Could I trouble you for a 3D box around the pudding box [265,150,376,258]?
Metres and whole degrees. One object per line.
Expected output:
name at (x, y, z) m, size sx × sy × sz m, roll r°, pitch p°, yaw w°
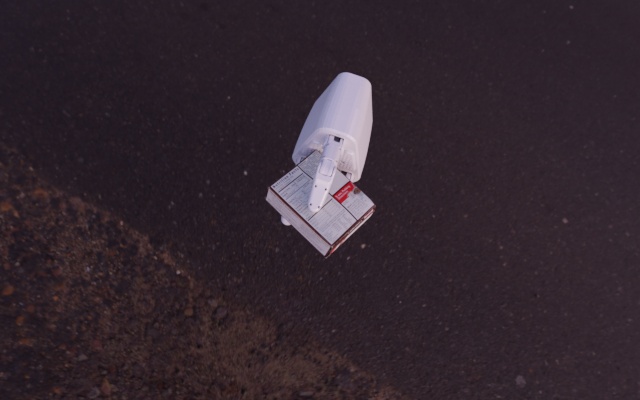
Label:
pudding box at (0.000, 0.002, 0.606) m, size 0.090 × 0.113 × 0.039 m, roll -41°, pitch -14°, yaw -27°
